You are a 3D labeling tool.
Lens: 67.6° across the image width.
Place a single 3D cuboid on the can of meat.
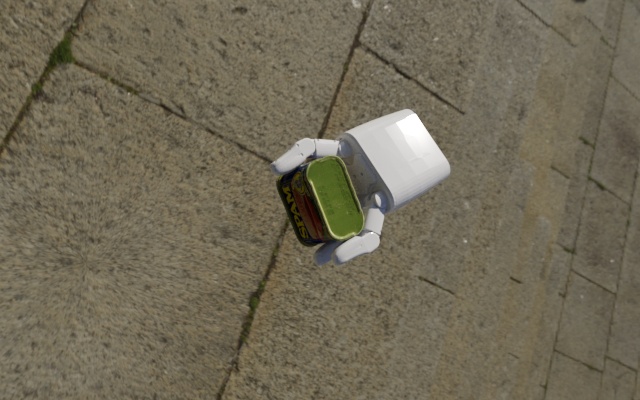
[{"bbox_3d":[0.000,0.002,0.567,0.057,0.102,0.084,-23,4,-27],"label":"can of meat"}]
